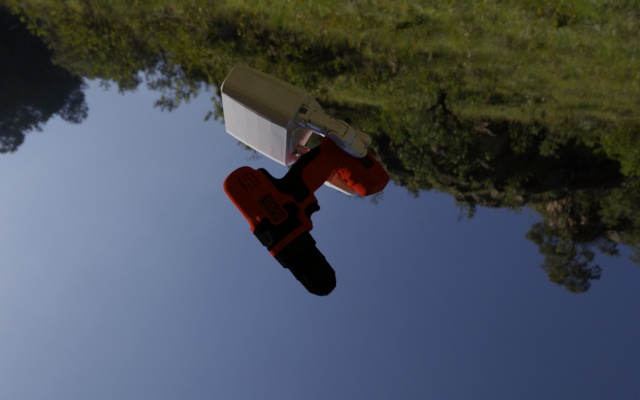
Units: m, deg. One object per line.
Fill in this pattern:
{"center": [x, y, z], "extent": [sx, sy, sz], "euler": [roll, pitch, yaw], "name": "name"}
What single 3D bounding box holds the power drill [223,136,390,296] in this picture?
{"center": [0.000, 0.002, 0.600], "extent": [0.187, 0.184, 0.057], "euler": [-37, -5, -32], "name": "power drill"}
